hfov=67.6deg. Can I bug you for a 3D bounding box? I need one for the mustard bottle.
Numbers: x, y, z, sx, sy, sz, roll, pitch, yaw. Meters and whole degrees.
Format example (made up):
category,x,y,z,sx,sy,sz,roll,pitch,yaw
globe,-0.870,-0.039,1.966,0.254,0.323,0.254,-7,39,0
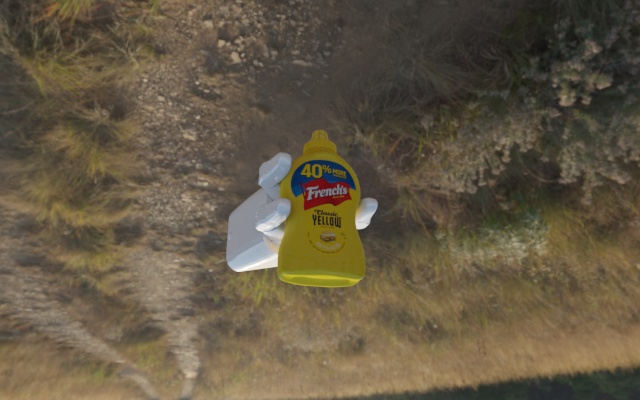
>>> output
category,x,y,z,sx,sy,sz,roll,pitch,yaw
mustard bottle,0.000,0.002,0.563,0.096,0.191,0.058,6,-26,-14
